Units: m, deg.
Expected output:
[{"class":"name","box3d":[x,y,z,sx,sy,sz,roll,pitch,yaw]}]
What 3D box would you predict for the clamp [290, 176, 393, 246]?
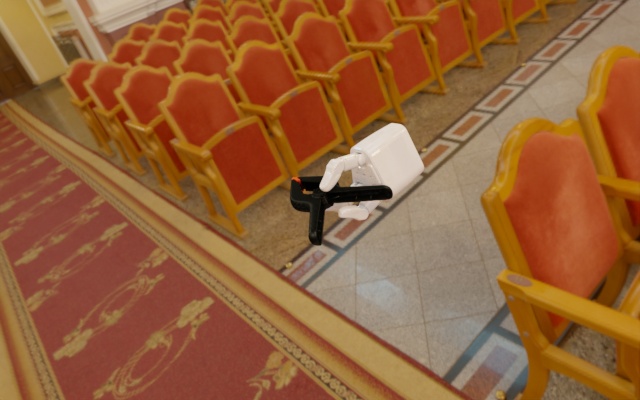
[{"class":"clamp","box3d":[0.000,0.002,0.835,0.164,0.036,0.210,-35,33,-26]}]
